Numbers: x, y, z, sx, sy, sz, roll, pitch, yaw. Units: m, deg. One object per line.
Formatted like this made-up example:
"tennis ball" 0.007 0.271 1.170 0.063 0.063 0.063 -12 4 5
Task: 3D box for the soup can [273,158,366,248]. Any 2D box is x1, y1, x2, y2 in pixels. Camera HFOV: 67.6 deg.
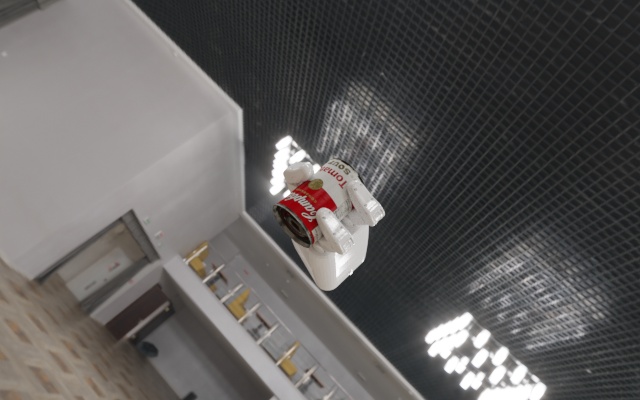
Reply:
"soup can" 0.000 0.001 0.601 0.102 0.068 0.068 -40 18 -22
